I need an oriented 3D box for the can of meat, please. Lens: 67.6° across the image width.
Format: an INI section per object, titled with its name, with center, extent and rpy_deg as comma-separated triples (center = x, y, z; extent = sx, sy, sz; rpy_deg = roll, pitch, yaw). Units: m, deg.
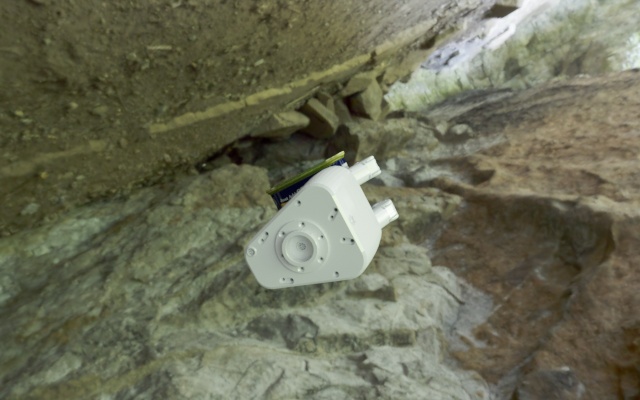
[can of meat]
center = 0.000, 0.002, 0.569
extent = 0.102, 0.084, 0.057
rpy_deg = -27, 4, 12
